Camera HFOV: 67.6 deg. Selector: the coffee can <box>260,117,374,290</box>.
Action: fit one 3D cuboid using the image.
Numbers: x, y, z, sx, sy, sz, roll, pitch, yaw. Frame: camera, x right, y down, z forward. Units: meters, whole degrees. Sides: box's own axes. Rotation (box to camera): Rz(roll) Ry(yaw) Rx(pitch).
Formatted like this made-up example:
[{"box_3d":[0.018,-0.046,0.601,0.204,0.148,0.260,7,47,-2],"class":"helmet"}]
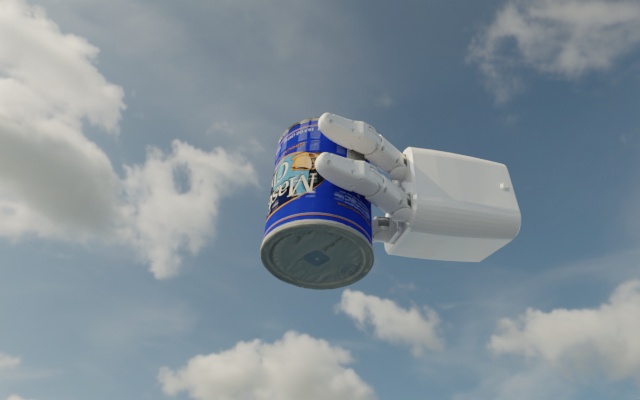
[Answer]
[{"box_3d":[0.000,0.002,0.474,0.103,0.140,0.103,2,-41,2],"class":"coffee can"}]
